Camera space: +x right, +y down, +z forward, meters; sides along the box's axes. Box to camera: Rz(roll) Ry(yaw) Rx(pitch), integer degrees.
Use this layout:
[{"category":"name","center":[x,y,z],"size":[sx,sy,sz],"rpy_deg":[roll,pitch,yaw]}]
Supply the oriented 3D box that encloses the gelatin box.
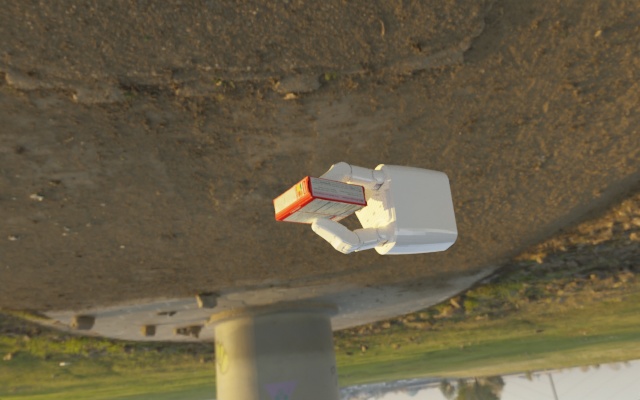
[{"category":"gelatin box","center":[0.000,0.002,0.576],"size":[0.089,0.030,0.073],"rpy_deg":[7,-26,-38]}]
